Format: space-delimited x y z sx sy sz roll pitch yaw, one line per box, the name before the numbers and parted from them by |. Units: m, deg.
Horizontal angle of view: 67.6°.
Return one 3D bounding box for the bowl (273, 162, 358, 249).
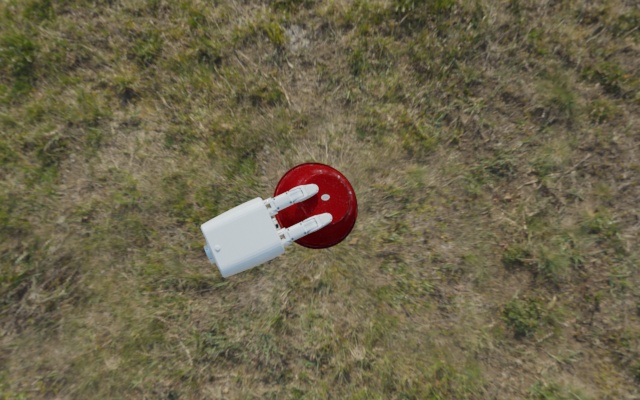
bowl | 0.001 0.002 0.843 0.162 0.162 0.055 0 -13 -18
